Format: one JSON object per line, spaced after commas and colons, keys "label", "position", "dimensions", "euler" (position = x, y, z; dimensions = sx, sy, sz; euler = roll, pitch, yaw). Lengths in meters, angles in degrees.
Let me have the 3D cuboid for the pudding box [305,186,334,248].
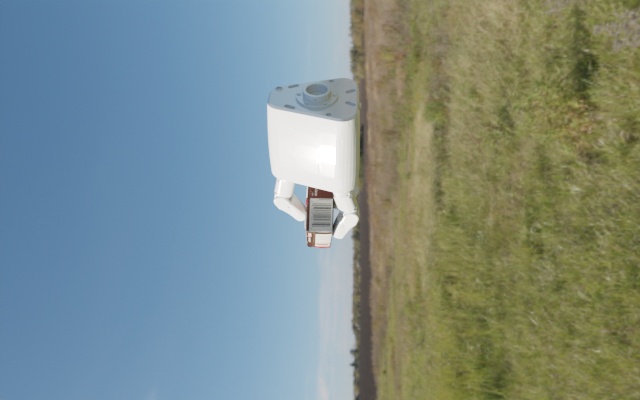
{"label": "pudding box", "position": [0.000, 0.002, 0.667], "dimensions": [0.039, 0.113, 0.090], "euler": [4, -18, 1]}
